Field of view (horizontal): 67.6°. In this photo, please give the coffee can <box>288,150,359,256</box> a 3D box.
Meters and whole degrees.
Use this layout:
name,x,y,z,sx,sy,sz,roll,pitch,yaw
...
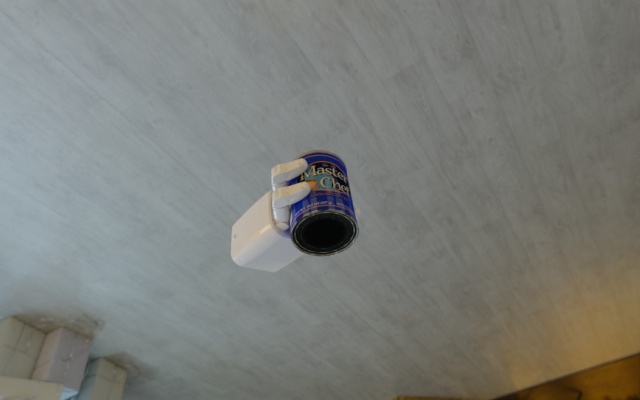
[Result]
name,x,y,z,sx,sy,sz,roll,pitch,yaw
coffee can,0.000,0.002,0.759,0.103,0.103,0.140,0,44,-7
